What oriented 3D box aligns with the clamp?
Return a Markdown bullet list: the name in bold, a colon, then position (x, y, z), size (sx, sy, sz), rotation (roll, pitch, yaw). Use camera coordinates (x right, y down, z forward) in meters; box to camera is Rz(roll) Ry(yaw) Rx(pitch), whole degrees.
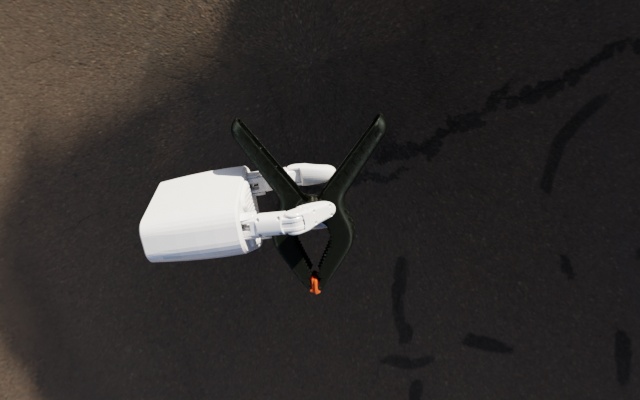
- **clamp**: position (0.000, 0.003, 0.529), size (0.164, 0.210, 0.036), rotation (-7, 16, 7)
